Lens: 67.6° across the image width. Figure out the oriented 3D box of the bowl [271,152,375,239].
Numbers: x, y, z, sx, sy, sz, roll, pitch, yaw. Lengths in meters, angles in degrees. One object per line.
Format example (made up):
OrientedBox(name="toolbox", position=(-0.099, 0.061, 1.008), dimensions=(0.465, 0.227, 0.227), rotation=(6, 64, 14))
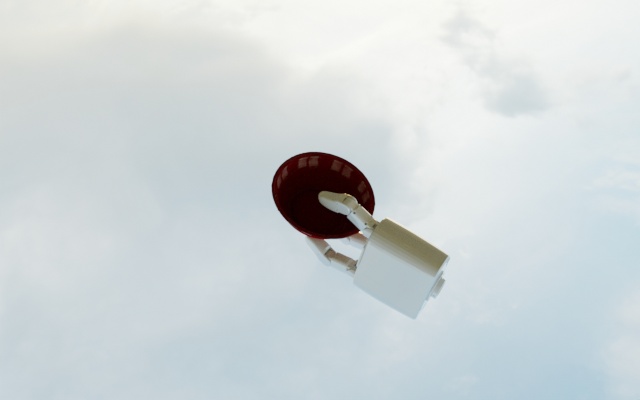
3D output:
OrientedBox(name="bowl", position=(-0.001, 0.002, 0.741), dimensions=(0.162, 0.162, 0.055), rotation=(0, -34, -17))
